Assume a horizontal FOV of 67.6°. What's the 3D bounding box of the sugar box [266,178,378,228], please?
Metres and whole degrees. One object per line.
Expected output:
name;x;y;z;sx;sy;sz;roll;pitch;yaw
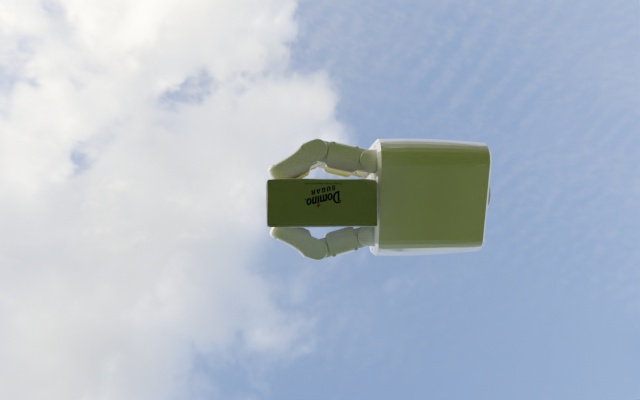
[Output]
sugar box;0.000;0.001;0.471;0.093;0.048;0.176;0;-2;-2
